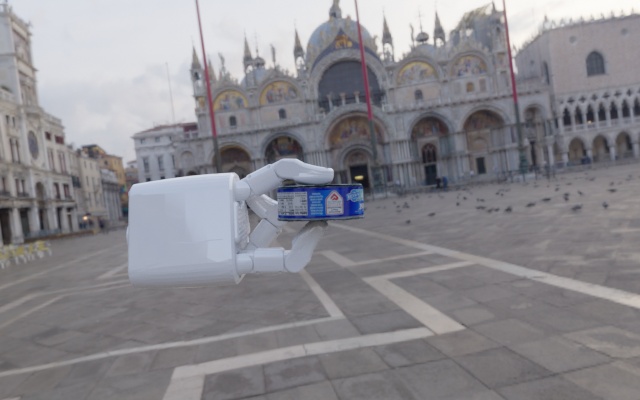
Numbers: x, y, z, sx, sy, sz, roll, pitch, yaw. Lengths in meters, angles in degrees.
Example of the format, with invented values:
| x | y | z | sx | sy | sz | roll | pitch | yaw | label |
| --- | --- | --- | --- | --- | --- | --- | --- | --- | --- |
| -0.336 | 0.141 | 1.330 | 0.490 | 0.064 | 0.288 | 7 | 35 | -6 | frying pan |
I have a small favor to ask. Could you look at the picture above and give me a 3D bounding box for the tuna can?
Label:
| x | y | z | sx | sy | sz | roll | pitch | yaw | label |
| --- | --- | --- | --- | --- | --- | --- | --- | --- | --- |
| 0.000 | 0.001 | 0.470 | 0.086 | 0.034 | 0.086 | -2 | 1 | 0 | tuna can |
